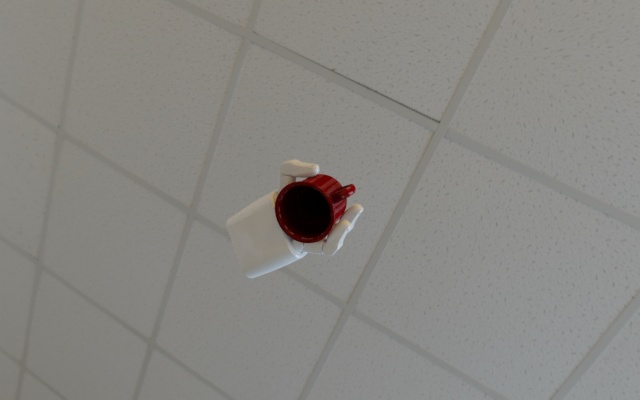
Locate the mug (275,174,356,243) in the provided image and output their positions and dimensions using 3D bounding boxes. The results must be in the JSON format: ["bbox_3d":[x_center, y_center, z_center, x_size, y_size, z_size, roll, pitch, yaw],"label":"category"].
[{"bbox_3d":[0.001,0.002,0.712,0.117,0.093,0.081,-27,5,26],"label":"mug"}]
